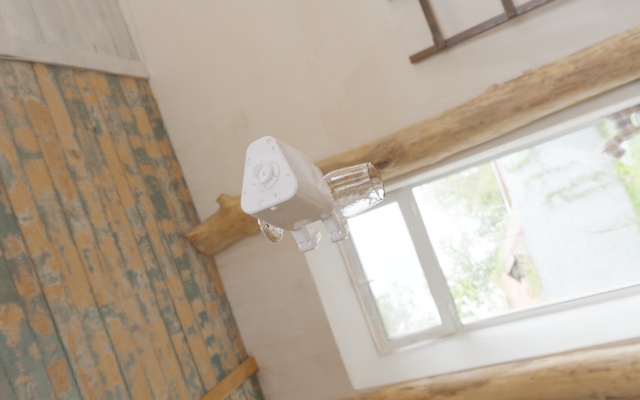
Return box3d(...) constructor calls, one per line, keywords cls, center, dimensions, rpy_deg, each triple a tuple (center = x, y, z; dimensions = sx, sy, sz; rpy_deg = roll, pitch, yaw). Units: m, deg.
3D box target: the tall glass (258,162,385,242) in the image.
box3d(cls="tall glass", center=(0.000, 0.003, 0.769), dimensions=(0.201, 0.079, 0.079), rpy_deg=(-21, -8, 22))
